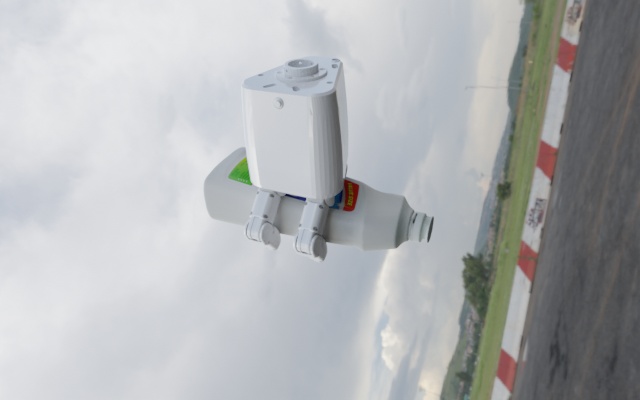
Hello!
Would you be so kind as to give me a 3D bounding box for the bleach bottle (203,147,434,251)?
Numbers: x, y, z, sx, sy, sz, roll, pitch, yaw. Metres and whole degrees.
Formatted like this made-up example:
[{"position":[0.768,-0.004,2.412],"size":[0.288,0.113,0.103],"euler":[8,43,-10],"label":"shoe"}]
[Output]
[{"position":[0.000,0.002,0.533],"size":[0.251,0.068,0.102],"euler":[11,35,21],"label":"bleach bottle"}]
